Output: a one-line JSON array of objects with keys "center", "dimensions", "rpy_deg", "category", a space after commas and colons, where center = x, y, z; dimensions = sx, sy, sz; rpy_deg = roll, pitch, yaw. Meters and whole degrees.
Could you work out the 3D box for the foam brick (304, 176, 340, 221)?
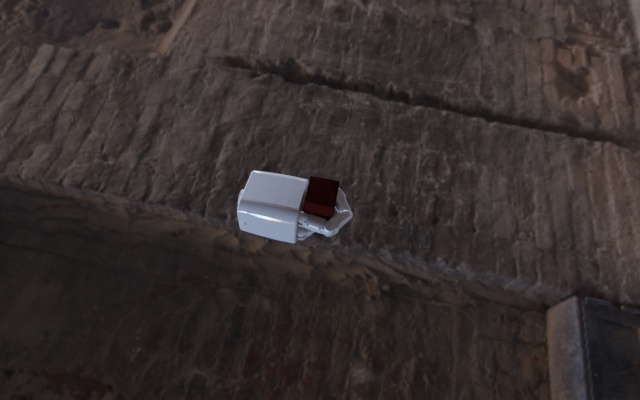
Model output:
[{"center": [0.000, 0.002, 0.824], "dimensions": [0.051, 0.053, 0.078], "rpy_deg": [12, -30, 3], "category": "foam brick"}]
